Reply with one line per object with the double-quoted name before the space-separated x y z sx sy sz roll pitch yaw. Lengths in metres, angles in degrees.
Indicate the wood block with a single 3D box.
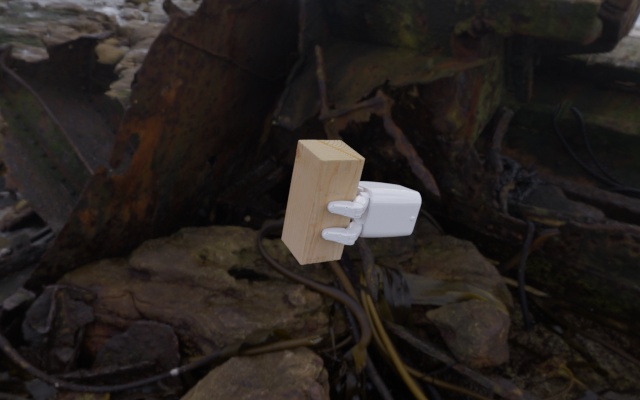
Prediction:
"wood block" 0.000 0.003 0.866 0.090 0.206 0.090 -4 30 -29
